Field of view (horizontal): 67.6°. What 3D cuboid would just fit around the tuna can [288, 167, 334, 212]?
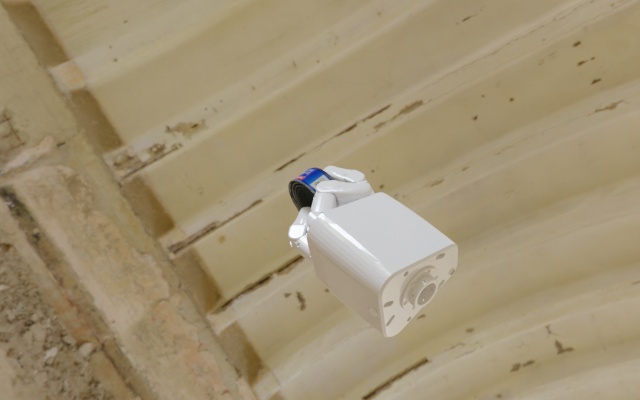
[{"bbox_3d":[0.000,0.002,0.594,0.033,0.086,0.086,-37,15,-21],"label":"tuna can"}]
